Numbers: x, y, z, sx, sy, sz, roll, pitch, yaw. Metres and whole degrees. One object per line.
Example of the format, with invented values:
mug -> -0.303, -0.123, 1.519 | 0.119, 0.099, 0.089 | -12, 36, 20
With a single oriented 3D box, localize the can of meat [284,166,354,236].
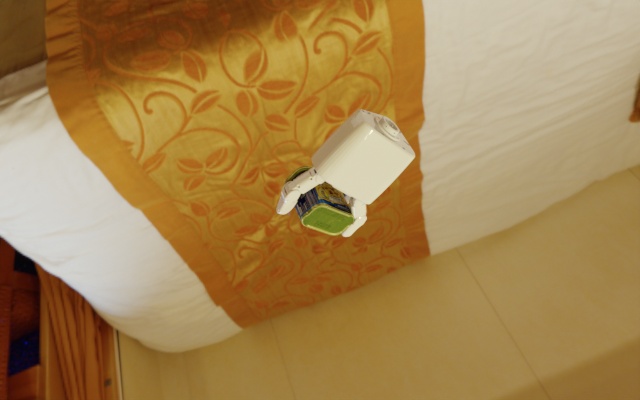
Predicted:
can of meat -> 0.000, 0.003, 0.770 | 0.102, 0.084, 0.057 | 21, -56, -44
